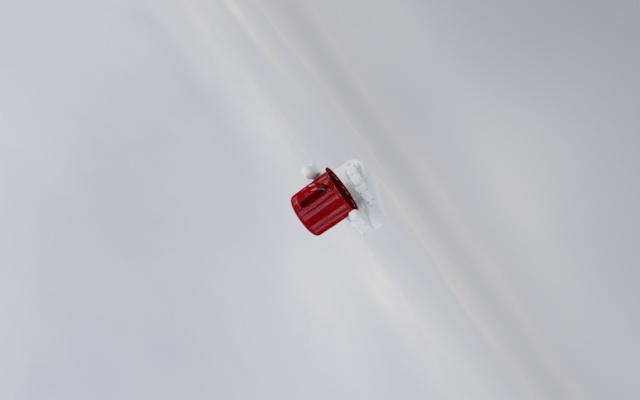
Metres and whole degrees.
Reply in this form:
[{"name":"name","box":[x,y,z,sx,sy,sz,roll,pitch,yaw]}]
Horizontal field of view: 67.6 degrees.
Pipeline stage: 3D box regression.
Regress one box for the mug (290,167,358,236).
[{"name":"mug","box":[-0.001,0.002,0.782,0.081,0.093,0.117,-35,-24,11]}]
